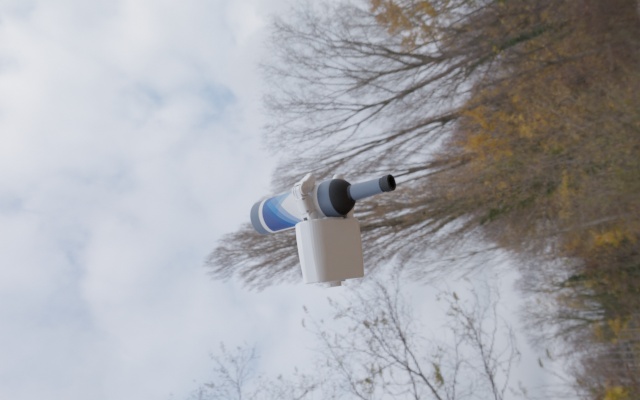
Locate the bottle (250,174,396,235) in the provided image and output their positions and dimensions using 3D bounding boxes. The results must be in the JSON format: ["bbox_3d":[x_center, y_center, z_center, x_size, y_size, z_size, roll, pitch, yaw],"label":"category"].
[{"bbox_3d":[0.000,0.003,0.852,0.296,0.069,0.069,-16,-9,36],"label":"bottle"}]
